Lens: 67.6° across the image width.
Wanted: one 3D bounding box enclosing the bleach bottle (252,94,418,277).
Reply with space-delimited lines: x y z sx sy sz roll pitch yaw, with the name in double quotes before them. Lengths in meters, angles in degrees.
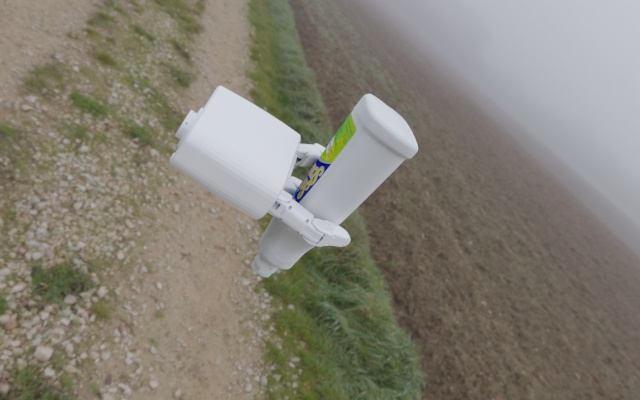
"bleach bottle" 0.000 0.002 0.546 0.068 0.251 0.102 33 24 -16
